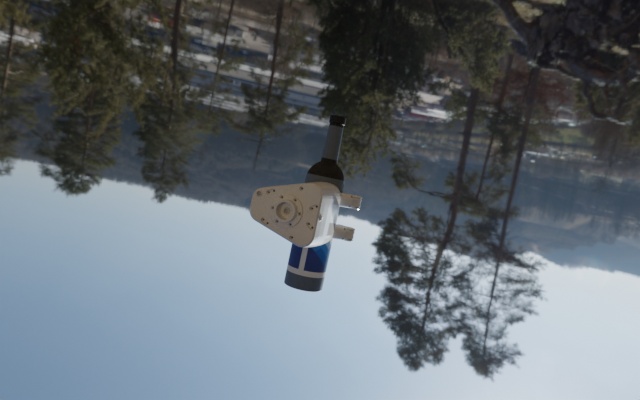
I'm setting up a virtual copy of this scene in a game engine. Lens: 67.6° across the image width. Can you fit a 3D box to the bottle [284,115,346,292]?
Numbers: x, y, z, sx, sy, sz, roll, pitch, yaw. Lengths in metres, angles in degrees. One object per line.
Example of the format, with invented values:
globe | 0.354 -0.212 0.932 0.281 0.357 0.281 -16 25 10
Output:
bottle | 0.000 0.003 0.810 0.069 0.296 0.069 12 3 -1
